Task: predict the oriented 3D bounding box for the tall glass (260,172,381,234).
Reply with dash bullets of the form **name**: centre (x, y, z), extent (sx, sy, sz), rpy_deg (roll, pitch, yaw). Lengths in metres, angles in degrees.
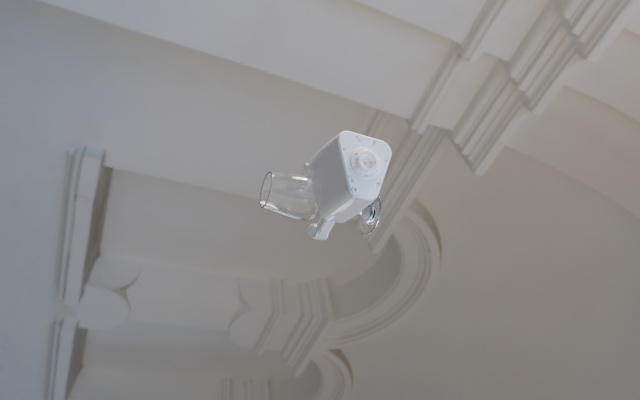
- **tall glass**: centre (0.001, 0.003, 0.823), extent (0.201, 0.079, 0.079), rpy_deg (13, -4, -20)
